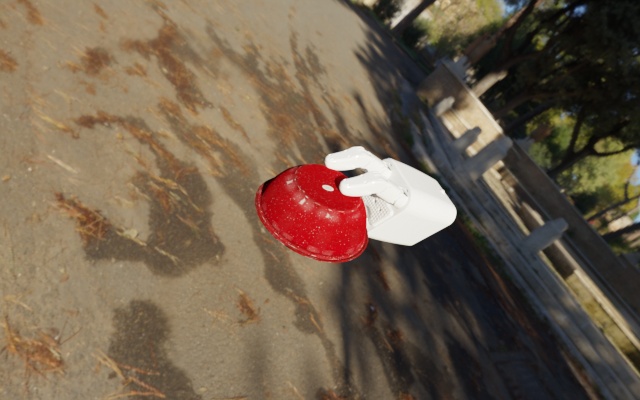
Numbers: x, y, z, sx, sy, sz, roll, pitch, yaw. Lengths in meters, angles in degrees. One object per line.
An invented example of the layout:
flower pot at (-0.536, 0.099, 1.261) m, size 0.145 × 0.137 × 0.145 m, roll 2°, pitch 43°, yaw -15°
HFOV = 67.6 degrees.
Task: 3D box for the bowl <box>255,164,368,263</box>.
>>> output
bowl at (-0.001, 0.002, 0.616) m, size 0.162 × 0.055 × 0.162 m, roll 18°, pitch 36°, yaw -14°
